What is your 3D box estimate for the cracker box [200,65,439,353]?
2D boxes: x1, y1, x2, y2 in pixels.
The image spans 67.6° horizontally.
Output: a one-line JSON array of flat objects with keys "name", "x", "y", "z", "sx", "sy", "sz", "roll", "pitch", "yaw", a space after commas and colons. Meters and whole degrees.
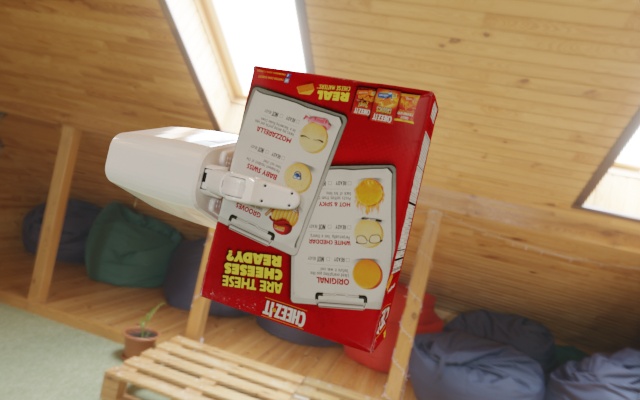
[{"name": "cracker box", "x": 0.000, "y": 0.001, "z": 0.428, "sx": 0.164, "sy": 0.213, "sz": 0.072, "roll": 13, "pitch": 1, "yaw": 19}]
